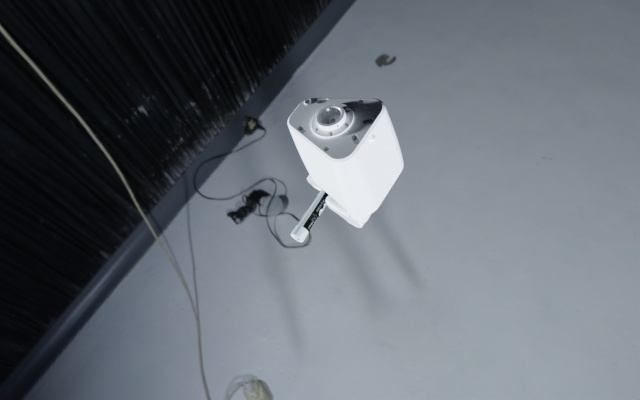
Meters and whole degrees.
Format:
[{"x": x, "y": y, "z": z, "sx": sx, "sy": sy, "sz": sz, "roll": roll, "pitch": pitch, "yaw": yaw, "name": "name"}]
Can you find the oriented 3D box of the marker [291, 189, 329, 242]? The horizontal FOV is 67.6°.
[{"x": 0.000, "y": 0.002, "z": 0.642, "sx": 0.020, "sy": 0.121, "sz": 0.020, "roll": 30, "pitch": -20, "yaw": 12, "name": "marker"}]
